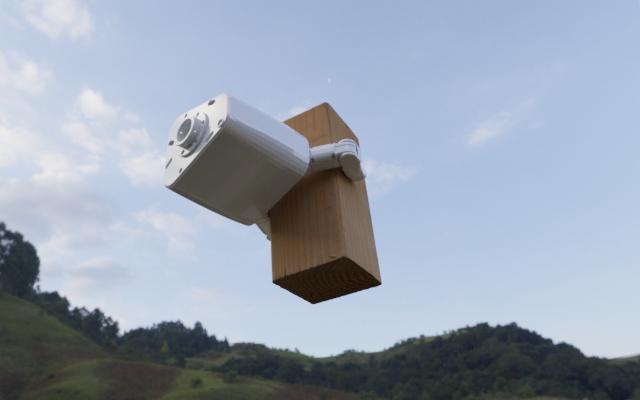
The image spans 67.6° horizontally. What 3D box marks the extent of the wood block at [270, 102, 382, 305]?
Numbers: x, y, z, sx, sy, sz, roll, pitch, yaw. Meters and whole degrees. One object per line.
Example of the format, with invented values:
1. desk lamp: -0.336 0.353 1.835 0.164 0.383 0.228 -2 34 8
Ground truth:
1. wood block: 0.000 0.001 0.556 0.091 0.206 0.090 -21 -36 22
